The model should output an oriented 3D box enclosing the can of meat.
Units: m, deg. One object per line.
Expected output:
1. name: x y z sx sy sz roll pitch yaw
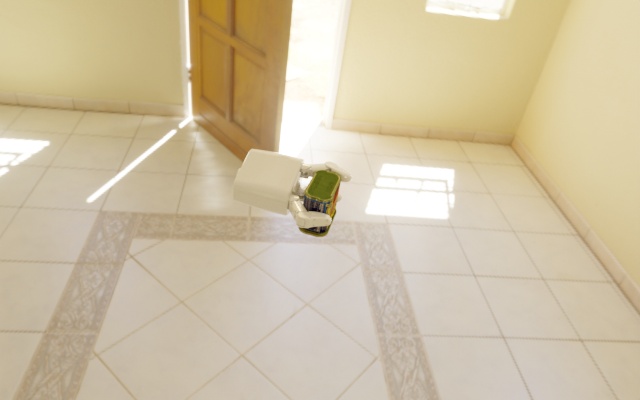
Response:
1. can of meat: 0.000 0.003 0.883 0.057 0.084 0.102 15 37 8
